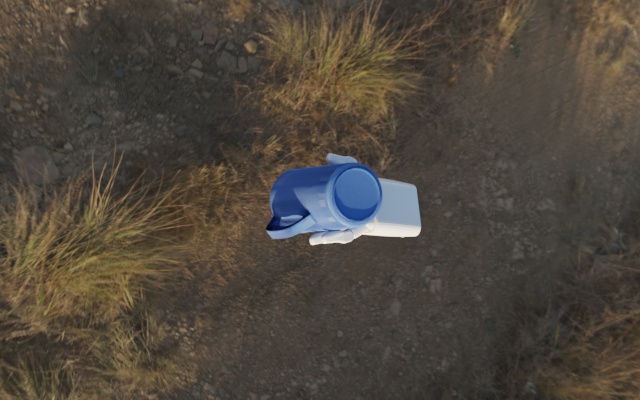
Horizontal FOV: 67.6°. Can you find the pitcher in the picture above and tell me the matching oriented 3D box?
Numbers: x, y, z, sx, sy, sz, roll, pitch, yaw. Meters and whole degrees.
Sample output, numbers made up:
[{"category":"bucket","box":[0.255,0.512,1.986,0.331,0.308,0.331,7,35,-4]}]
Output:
[{"category":"pitcher","box":[0.000,0.003,0.879,0.145,0.149,0.243,8,-6,-25]}]
